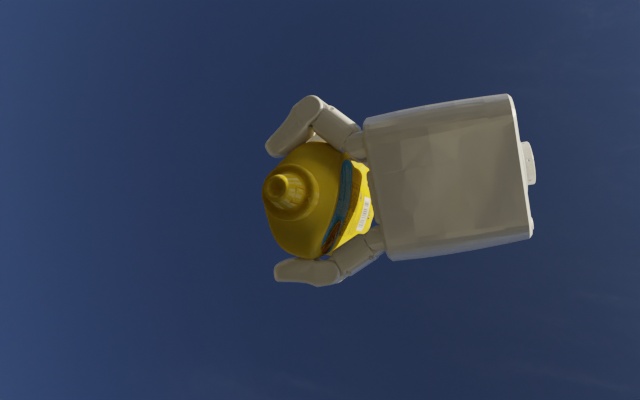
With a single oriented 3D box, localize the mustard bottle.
[{"bbox_3d":[0.000,0.001,0.407,0.058,0.096,0.191,16,0,18],"label":"mustard bottle"}]
